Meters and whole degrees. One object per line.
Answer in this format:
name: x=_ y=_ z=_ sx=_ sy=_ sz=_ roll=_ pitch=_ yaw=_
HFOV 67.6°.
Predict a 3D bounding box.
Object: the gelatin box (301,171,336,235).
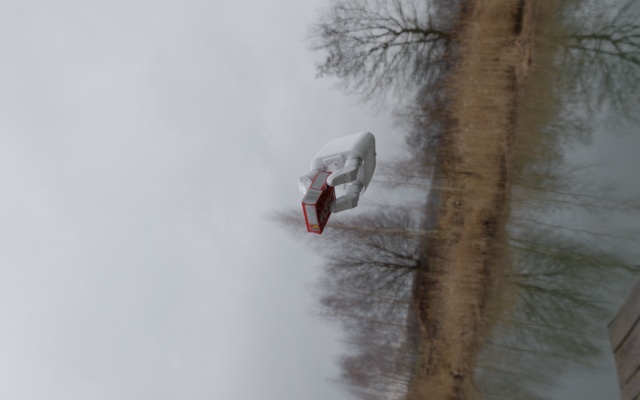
gelatin box: x=0.000 y=0.003 z=0.843 sx=0.030 sy=0.073 sz=0.089 roll=9 pitch=45 yaw=20
